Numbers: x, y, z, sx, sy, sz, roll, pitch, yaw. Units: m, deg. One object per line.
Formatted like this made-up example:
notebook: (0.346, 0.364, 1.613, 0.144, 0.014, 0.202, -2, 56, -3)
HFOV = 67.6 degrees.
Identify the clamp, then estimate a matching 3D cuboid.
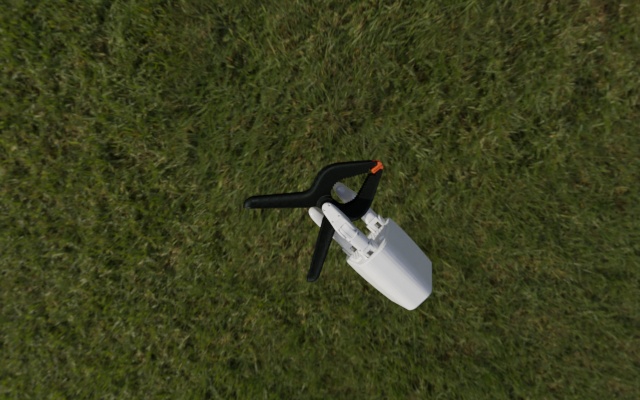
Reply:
clamp: (0.001, 0.002, 0.715, 0.164, 0.210, 0.036, 44, 8, -11)
